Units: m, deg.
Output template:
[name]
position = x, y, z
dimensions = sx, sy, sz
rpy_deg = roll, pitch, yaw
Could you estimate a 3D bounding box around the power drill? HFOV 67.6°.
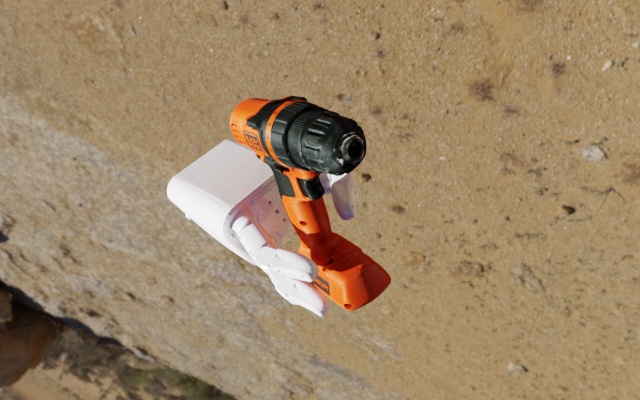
[power drill]
position = 0.000, 0.002, 0.410
dimensions = 0.057, 0.188, 0.184
rpy_deg = -30, 27, -18
